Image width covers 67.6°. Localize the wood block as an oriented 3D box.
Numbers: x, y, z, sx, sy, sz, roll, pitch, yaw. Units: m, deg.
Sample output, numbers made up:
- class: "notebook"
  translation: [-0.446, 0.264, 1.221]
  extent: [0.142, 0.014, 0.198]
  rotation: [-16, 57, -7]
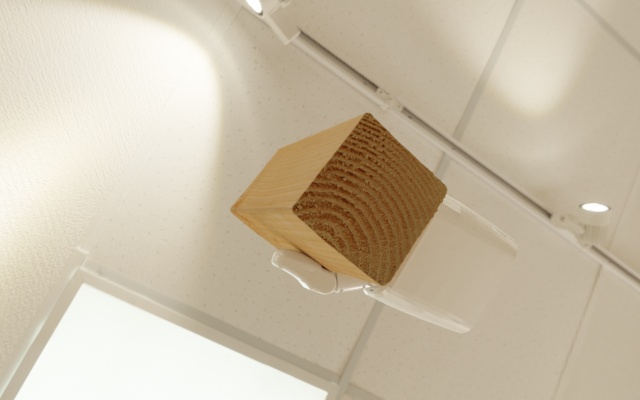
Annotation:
- class: "wood block"
  translation: [0.000, 0.002, 0.422]
  extent: [0.090, 0.091, 0.206]
  rotation: [40, -15, -16]
